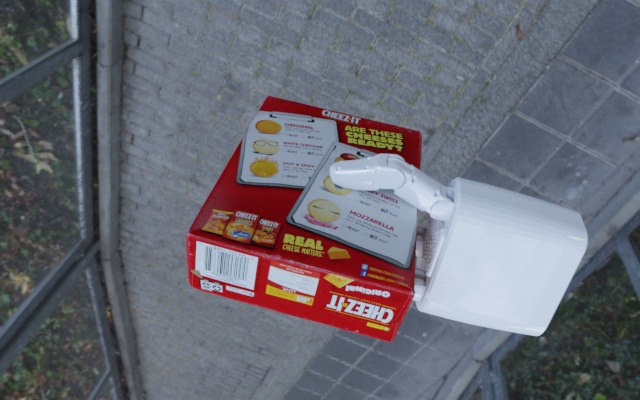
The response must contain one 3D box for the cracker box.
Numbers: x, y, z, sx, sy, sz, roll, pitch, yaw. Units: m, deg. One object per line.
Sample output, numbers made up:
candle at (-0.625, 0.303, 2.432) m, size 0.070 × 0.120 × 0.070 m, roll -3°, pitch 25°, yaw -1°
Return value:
cracker box at (0.000, 0.001, 0.422) m, size 0.164 × 0.072 × 0.213 m, roll 14°, pitch 40°, yaw 2°
